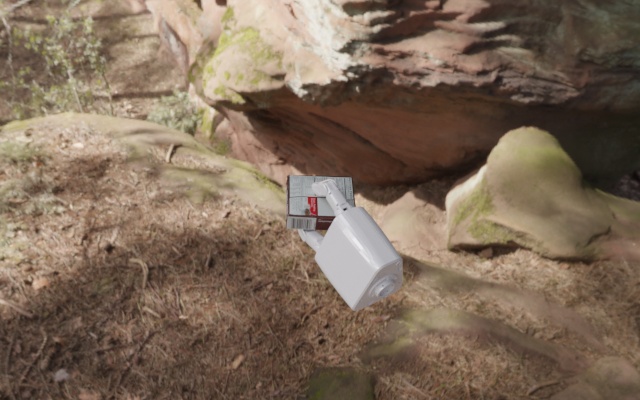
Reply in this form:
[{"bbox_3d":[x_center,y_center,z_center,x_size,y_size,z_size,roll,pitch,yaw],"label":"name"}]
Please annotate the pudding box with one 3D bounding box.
[{"bbox_3d":[0.000,0.002,0.779,0.113,0.090,0.039,3,-41,-7],"label":"pudding box"}]
